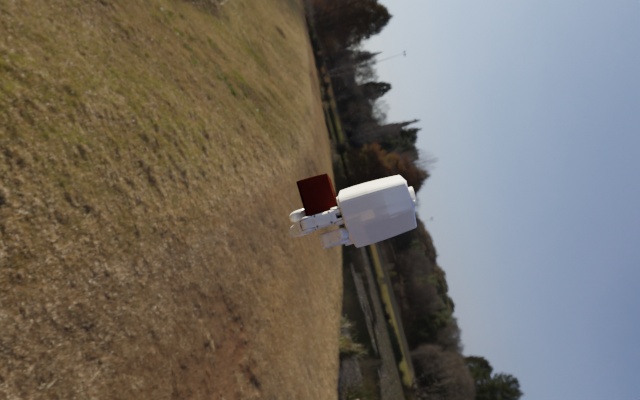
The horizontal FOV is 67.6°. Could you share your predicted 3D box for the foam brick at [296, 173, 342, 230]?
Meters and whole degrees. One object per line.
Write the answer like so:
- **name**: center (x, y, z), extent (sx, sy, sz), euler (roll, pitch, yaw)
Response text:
- **foam brick**: center (0.000, 0.002, 0.768), extent (0.051, 0.078, 0.053), euler (-18, -11, 7)
